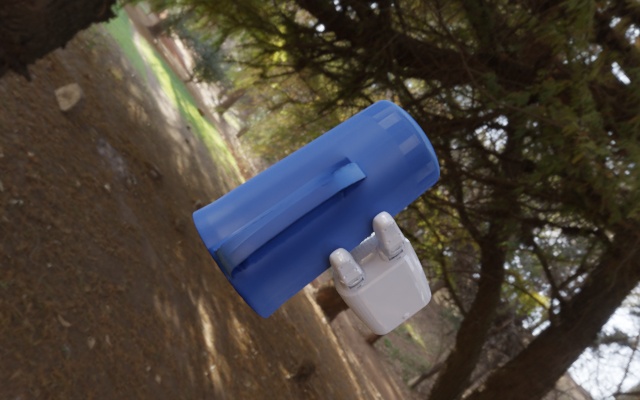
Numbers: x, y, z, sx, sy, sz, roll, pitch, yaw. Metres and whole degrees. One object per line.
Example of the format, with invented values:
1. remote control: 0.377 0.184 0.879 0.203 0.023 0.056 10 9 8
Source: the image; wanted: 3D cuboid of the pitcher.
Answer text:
1. pitcher: 0.000 0.002 0.495 0.243 0.145 0.149 -35 39 -3
